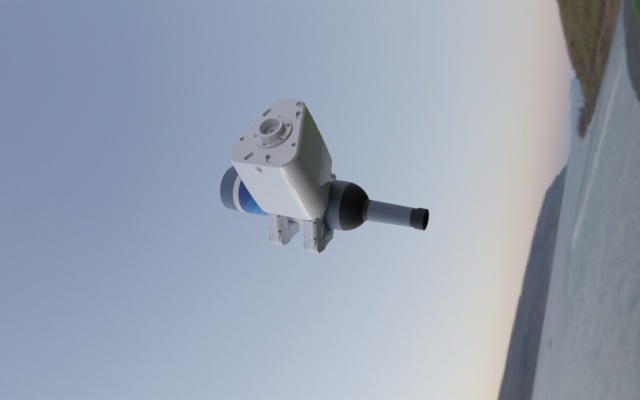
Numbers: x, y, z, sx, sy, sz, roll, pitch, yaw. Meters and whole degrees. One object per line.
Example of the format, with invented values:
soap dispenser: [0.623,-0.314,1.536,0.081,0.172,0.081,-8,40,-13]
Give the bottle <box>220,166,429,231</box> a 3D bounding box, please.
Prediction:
bottle: [0.000,0.002,0.652,0.295,0.069,0.069,9,4,26]
